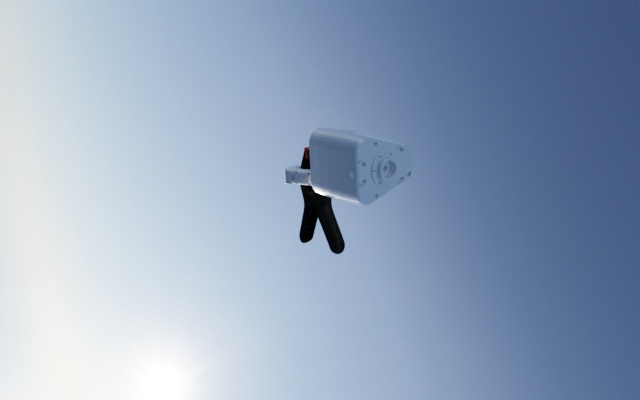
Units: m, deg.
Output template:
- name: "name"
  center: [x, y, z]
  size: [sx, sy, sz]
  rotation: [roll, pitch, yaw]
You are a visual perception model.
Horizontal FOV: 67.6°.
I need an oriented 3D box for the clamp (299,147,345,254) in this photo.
- name: "clamp"
  center: [0.001, 0.002, 0.758]
  size: [0.039, 0.171, 0.120]
  rotation: [-15, 21, -34]
